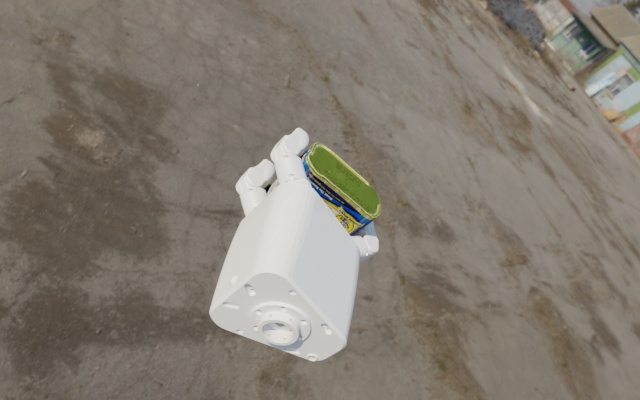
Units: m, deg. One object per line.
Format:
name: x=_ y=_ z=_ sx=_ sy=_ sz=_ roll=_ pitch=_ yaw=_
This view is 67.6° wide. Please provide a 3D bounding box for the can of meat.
can of meat: x=0.000 y=0.001 z=0.497 sx=0.084 sy=0.102 sz=0.057 roll=-40 pitch=19 yaw=33
